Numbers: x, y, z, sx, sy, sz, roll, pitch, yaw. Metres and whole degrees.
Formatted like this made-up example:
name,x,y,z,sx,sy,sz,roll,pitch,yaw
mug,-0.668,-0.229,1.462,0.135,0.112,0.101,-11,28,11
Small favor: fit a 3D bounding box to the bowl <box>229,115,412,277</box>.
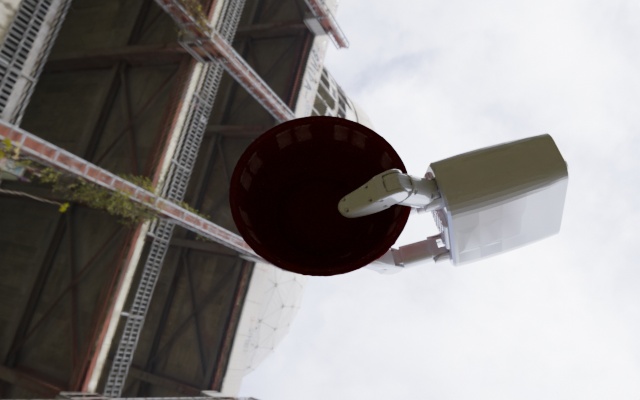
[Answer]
name,x,y,z,sx,sy,sz,roll,pitch,yaw
bowl,-0.001,0.002,0.444,0.162,0.162,0.055,0,-28,0
